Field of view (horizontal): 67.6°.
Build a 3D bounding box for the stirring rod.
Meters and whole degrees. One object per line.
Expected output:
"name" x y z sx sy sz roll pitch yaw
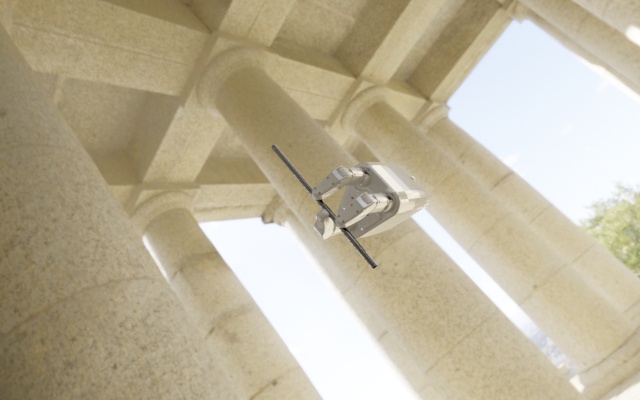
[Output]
"stirring rod" 0.000 0.002 0.665 0.239 0.011 0.011 50 26 25
